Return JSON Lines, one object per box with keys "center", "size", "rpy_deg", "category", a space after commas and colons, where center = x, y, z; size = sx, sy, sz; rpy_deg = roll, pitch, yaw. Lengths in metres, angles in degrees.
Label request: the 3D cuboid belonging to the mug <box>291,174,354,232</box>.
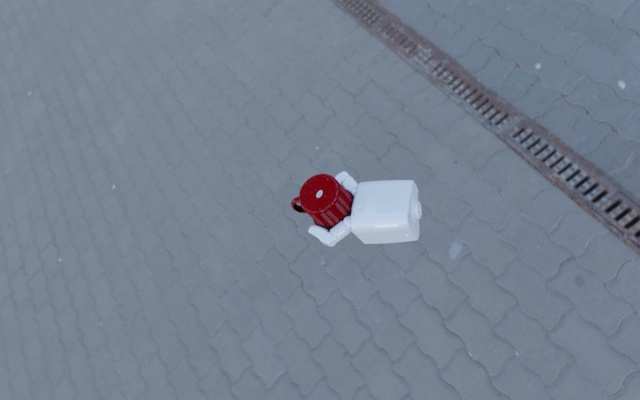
{"center": [-0.001, 0.003, 0.897], "size": [0.117, 0.093, 0.081], "rpy_deg": [-5, -25, 23], "category": "mug"}
